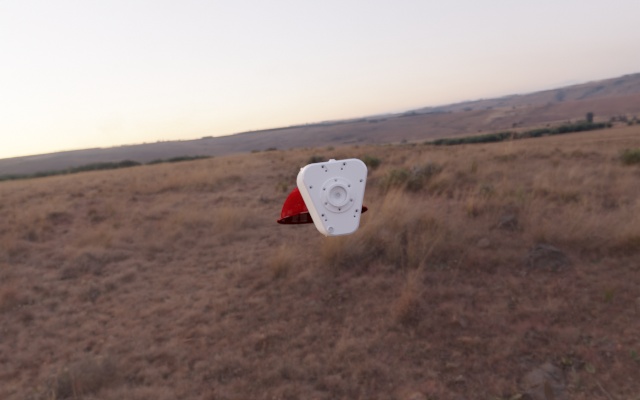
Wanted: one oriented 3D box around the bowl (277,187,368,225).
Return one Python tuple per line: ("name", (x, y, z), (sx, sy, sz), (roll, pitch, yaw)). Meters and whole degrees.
("bowl", (0.000, 0.003, 0.845), (0.162, 0.055, 0.162), (-8, -10, -1))
